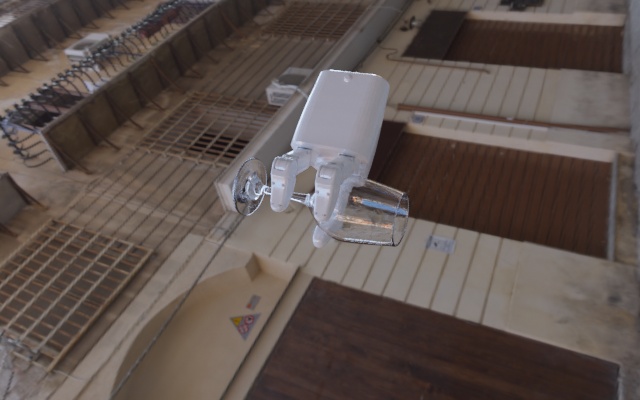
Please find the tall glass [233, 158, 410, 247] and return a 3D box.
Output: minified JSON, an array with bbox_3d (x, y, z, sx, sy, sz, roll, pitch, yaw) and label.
[{"bbox_3d":[-0.001,0.002,0.565,0.201,0.079,0.079,13,5,23],"label":"tall glass"}]
